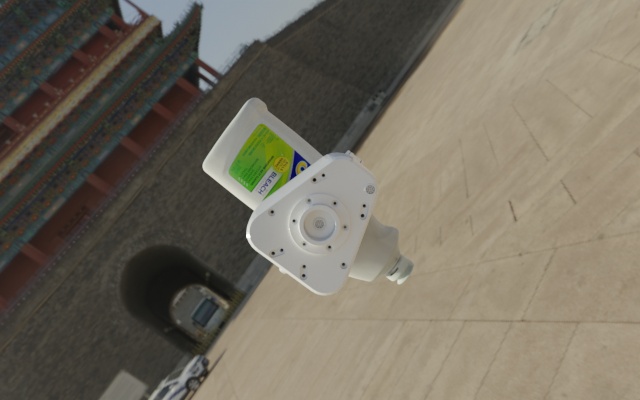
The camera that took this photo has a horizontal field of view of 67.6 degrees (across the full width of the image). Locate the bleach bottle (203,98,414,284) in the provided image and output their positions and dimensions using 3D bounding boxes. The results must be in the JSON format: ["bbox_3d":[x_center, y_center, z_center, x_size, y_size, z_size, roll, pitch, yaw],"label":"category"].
[{"bbox_3d":[0.000,0.002,0.529,0.251,0.102,0.068,36,2,-3],"label":"bleach bottle"}]
